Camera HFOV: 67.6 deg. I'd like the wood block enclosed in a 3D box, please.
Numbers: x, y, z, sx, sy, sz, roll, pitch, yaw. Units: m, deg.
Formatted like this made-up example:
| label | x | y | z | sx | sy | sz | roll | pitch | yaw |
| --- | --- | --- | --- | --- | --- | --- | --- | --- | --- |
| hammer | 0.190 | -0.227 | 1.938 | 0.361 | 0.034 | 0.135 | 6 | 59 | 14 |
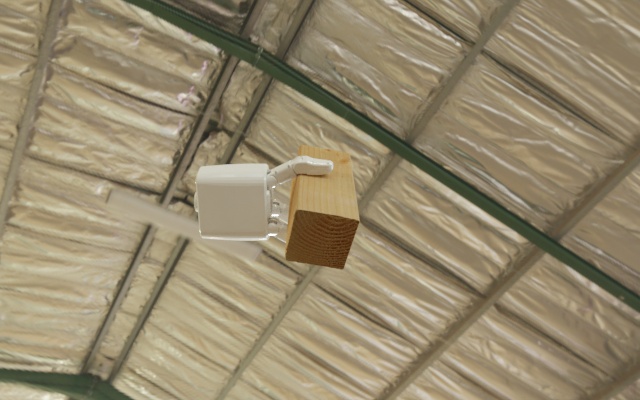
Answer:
| label | x | y | z | sx | sy | sz | roll | pitch | yaw |
| --- | --- | --- | --- | --- | --- | --- | --- | --- | --- |
| wood block | 0.000 | 0.002 | 0.746 | 0.090 | 0.091 | 0.206 | 10 | 31 | -7 |
